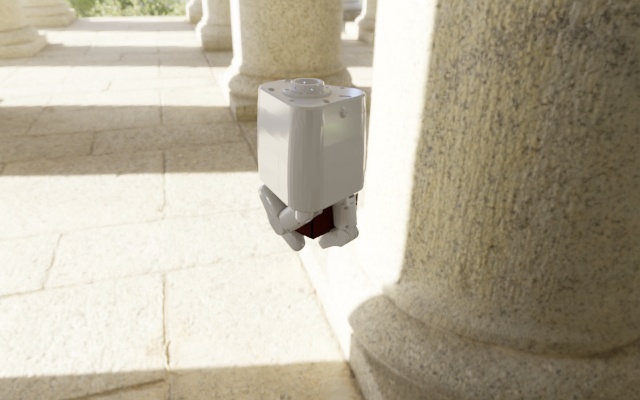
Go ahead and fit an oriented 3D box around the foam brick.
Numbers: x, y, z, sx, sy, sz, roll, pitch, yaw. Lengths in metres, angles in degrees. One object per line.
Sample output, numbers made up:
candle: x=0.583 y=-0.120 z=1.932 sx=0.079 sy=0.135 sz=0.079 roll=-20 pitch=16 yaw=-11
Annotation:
foam brick: x=0.000 y=0.002 z=0.553 sx=0.053 sy=0.051 sz=0.078 roll=24 pitch=35 yaw=38
